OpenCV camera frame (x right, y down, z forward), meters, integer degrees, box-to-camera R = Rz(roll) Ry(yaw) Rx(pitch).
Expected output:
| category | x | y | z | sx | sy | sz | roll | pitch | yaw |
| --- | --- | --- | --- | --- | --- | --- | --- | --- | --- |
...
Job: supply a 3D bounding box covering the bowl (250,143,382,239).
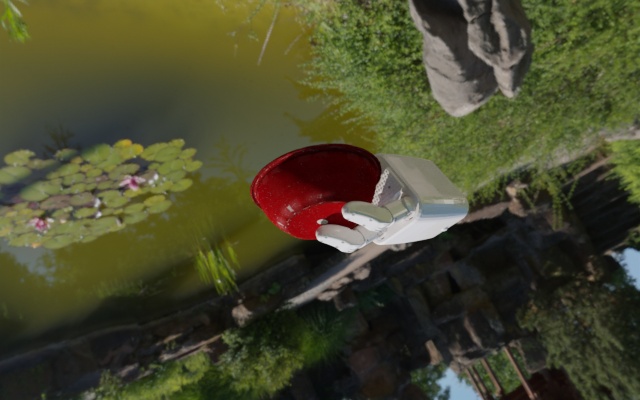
| category | x | y | z | sx | sy | sz | roll | pitch | yaw |
| --- | --- | --- | --- | --- | --- | --- | --- | --- | --- |
| bowl | -0.001 | 0.002 | 0.568 | 0.162 | 0.055 | 0.162 | -9 | -29 | -5 |
